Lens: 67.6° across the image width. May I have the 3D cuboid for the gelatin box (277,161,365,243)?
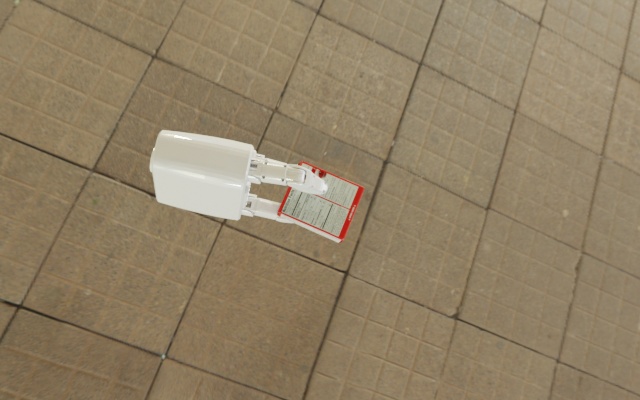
[{"bbox_3d":[0.000,0.002,0.594,0.089,0.073,0.030,23,-15,-1],"label":"gelatin box"}]
